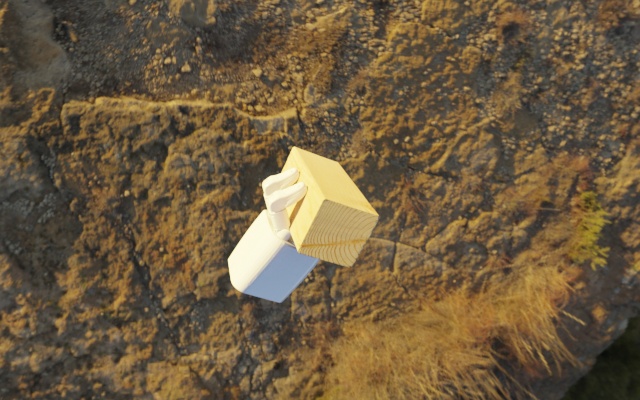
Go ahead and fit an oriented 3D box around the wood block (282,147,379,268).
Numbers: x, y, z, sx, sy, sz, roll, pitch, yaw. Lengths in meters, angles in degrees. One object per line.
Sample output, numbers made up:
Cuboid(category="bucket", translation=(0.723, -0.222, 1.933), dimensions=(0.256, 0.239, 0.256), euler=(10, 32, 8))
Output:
Cuboid(category="wood block", translation=(0.000, 0.003, 0.738), dimensions=(0.091, 0.090, 0.206), euler=(19, 19, -23))
